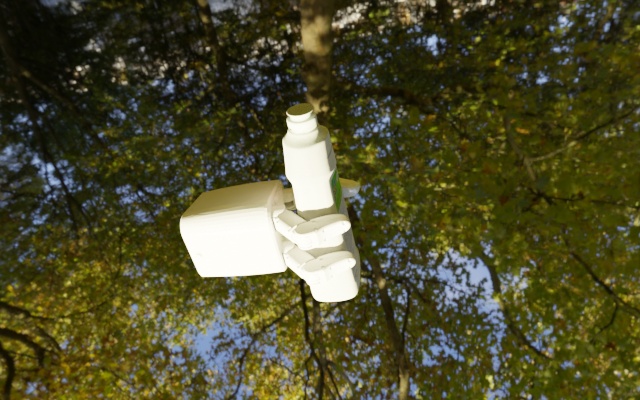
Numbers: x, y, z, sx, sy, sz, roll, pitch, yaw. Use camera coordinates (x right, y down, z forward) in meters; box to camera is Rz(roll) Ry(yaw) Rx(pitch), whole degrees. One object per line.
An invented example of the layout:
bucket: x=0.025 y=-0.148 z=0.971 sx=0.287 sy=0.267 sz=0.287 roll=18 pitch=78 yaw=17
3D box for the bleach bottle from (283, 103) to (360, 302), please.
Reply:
bleach bottle: x=0.000 y=0.002 z=0.565 sx=0.068 sy=0.251 sz=0.102 roll=-7 pitch=36 yaw=7
